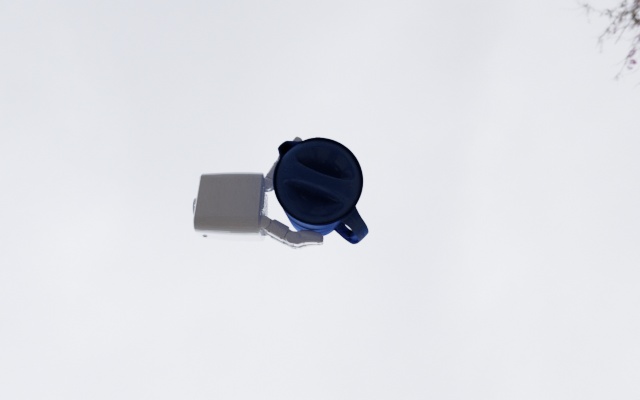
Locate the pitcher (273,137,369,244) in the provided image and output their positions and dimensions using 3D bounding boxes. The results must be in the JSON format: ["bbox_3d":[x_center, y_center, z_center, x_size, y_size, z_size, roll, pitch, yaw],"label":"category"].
[{"bbox_3d":[0.000,0.003,0.804,0.145,0.149,0.243,2,-12,-1],"label":"pitcher"}]
